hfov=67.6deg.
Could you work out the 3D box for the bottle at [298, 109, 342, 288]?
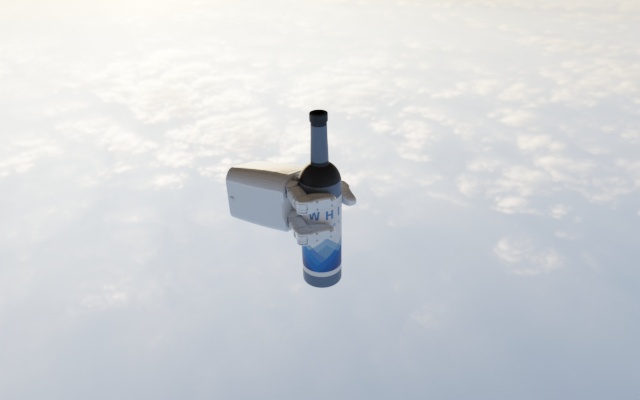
[{"bbox_3d":[0.000,0.003,0.747,0.069,0.296,0.069,-1,31,1],"label":"bottle"}]
